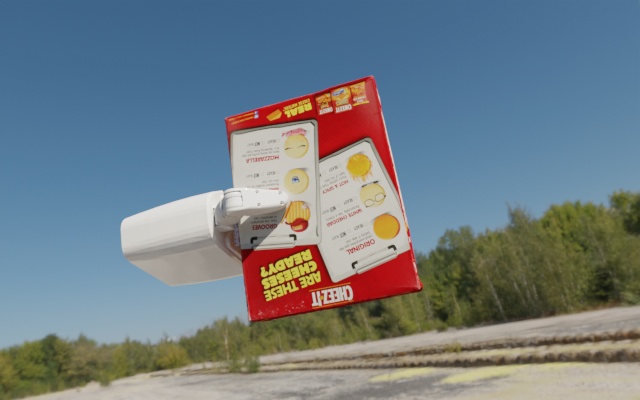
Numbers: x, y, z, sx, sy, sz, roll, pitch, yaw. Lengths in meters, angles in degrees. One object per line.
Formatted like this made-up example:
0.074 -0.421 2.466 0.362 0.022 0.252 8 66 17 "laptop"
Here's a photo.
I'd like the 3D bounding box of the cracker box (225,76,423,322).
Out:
0.000 0.001 0.486 0.164 0.213 0.072 -13 -15 12 "cracker box"
